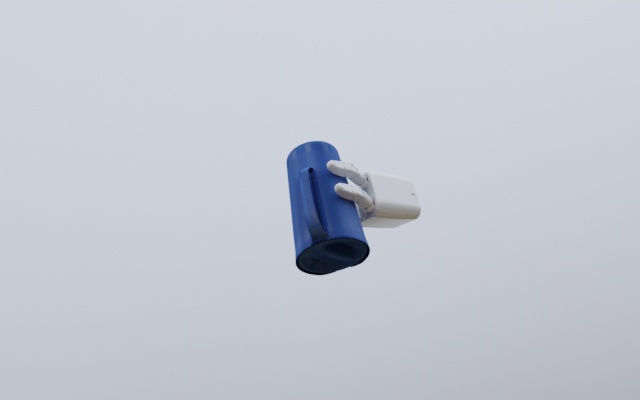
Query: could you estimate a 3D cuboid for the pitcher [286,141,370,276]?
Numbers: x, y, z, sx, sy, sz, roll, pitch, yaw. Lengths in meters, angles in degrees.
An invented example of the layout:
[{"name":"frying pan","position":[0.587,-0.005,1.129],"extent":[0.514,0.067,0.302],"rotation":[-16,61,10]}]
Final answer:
[{"name":"pitcher","position":[0.000,0.003,0.891],"extent":[0.145,0.242,0.149],"rotation":[7,-38,-26]}]
